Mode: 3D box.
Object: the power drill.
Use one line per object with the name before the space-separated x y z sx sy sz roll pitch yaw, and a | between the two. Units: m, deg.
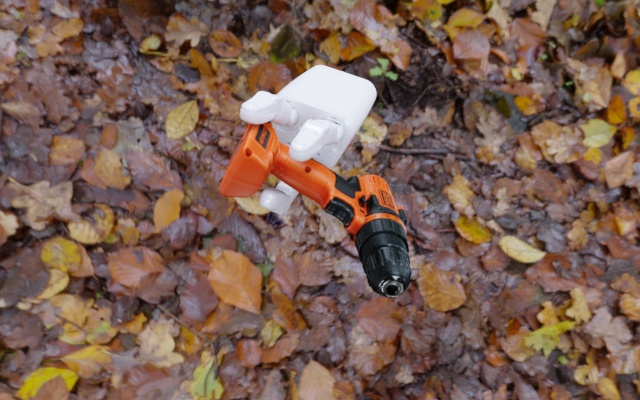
power drill | 0.000 0.001 0.463 0.188 0.057 0.184 28 23 -16
